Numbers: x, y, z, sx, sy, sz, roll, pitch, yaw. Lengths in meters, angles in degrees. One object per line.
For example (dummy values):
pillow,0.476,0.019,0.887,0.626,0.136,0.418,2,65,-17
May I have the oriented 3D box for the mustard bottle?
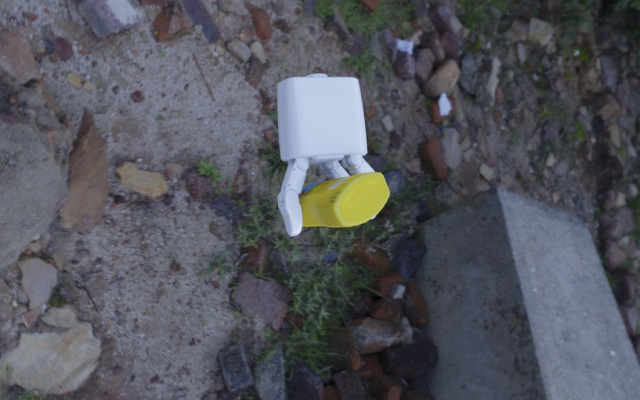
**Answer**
mustard bottle,0.000,0.003,0.672,0.096,0.058,0.191,-35,17,-32
